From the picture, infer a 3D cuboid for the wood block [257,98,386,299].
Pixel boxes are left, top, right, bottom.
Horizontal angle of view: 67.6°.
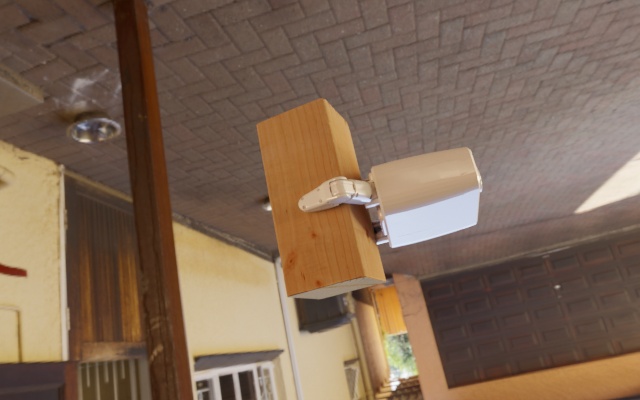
[{"bbox_3d":[0.000,0.002,0.556,0.090,0.206,0.091,-18,-18,18],"label":"wood block"}]
